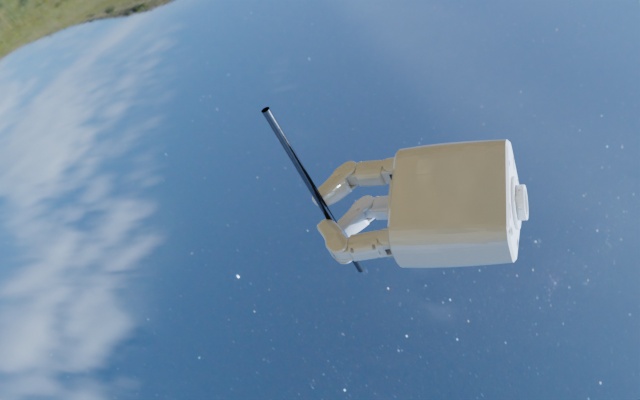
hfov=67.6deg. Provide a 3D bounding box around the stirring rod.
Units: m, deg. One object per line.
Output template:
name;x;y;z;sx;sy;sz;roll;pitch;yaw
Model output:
stirring rod;0.000;0.002;0.490;0.011;0.011;0.240;0;-42;32
